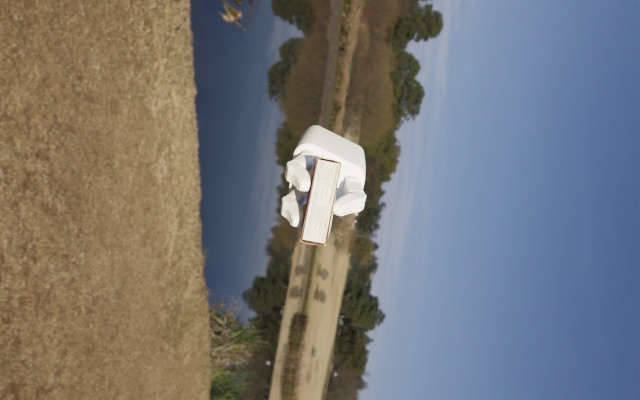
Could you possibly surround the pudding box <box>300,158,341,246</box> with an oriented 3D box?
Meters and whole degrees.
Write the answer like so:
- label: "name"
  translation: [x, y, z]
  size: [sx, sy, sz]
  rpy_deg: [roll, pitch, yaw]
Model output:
- label: "pudding box"
  translation: [0.000, 0.002, 0.651]
  size: [0.039, 0.113, 0.090]
  rpy_deg: [9, -1, 1]
